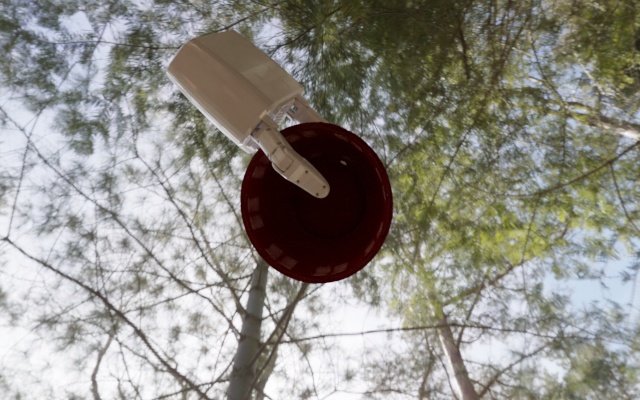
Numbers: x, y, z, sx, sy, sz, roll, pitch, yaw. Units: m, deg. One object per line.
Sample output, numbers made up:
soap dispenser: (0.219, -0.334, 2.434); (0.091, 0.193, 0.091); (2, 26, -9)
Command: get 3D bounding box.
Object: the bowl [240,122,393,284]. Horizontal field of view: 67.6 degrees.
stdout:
bowl: (0.001, 0.003, 0.498); (0.162, 0.162, 0.055); (0, 4, 19)
